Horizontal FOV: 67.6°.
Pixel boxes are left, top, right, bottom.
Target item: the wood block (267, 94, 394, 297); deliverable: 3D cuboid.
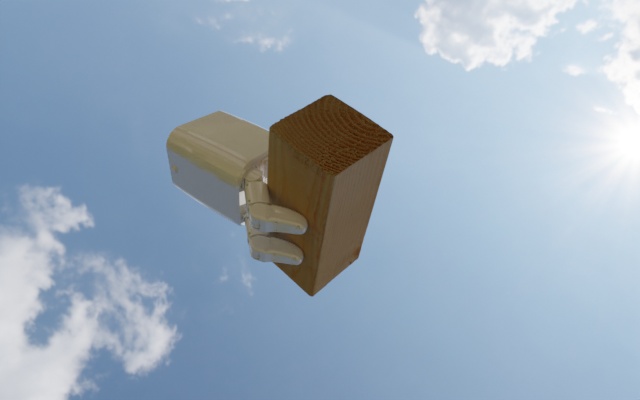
[{"bbox_3d":[0.000,0.001,0.533,0.090,0.206,0.090,38,54,23],"label":"wood block"}]
